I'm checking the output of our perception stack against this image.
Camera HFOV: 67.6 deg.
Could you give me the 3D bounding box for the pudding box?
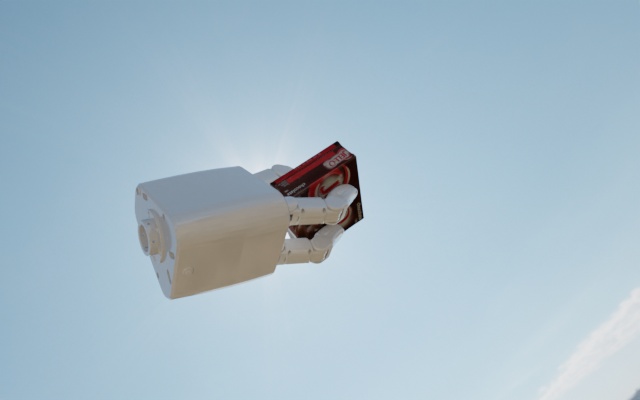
[{"bbox_3d":[0.000,0.002,0.528,0.090,0.039,0.114,-33,-34,-15],"label":"pudding box"}]
